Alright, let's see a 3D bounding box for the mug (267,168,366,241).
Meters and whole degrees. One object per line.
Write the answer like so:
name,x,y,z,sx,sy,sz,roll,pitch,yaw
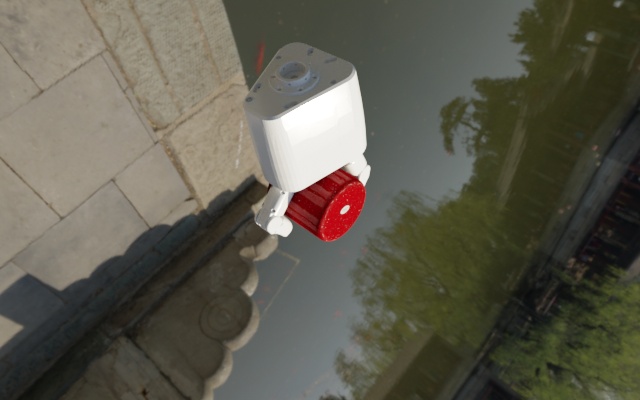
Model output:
mug,0.000,0.003,0.571,0.081,0.093,0.117,33,-24,29
